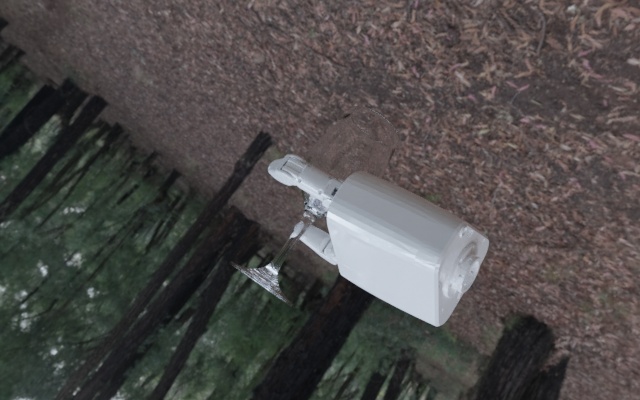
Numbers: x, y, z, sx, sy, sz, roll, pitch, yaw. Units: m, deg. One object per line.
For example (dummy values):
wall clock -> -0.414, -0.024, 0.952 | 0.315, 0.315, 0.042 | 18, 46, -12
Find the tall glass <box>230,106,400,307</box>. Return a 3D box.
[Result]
tall glass -> 0.000, 0.002, 0.475 | 0.079, 0.201, 0.079 | 33, -13, 8
